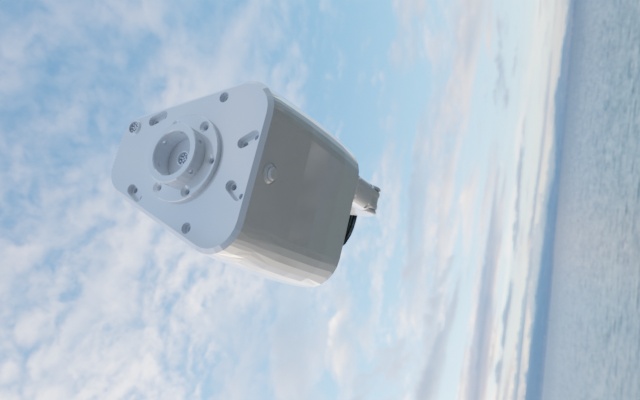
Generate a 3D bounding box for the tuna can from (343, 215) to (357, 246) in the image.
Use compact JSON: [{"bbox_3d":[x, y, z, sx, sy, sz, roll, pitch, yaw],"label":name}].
[{"bbox_3d":[0.000,0.001,0.426,0.034,0.086,0.086,4,2,32],"label":"tuna can"}]
